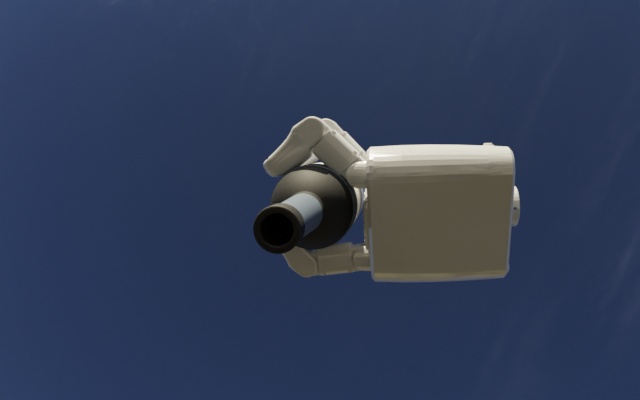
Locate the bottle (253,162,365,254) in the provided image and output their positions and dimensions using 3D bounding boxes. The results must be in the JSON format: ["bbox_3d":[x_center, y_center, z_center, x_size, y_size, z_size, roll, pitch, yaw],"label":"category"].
[{"bbox_3d":[0.000,0.001,0.407,0.069,0.069,0.295,0,6,10],"label":"bottle"}]
